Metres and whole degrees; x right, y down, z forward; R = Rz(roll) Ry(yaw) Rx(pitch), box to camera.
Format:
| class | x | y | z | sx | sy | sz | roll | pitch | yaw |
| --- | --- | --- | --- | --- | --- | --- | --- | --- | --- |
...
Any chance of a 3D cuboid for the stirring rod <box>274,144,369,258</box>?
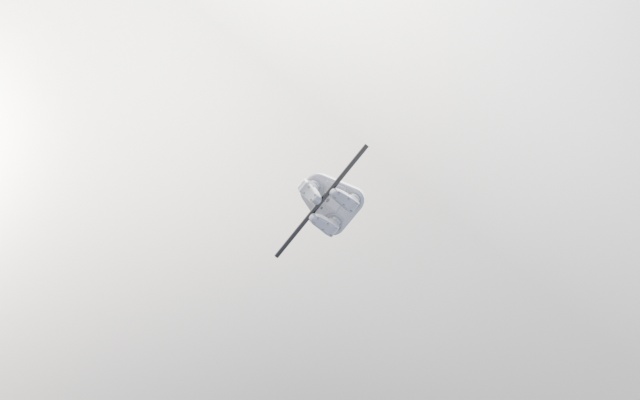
| class | x | y | z | sx | sy | sz | roll | pitch | yaw |
| --- | --- | --- | --- | --- | --- | --- | --- | --- | --- |
| stirring rod | 0.000 | 0.003 | 0.790 | 0.011 | 0.239 | 0.011 | 38 | 9 | -7 |
